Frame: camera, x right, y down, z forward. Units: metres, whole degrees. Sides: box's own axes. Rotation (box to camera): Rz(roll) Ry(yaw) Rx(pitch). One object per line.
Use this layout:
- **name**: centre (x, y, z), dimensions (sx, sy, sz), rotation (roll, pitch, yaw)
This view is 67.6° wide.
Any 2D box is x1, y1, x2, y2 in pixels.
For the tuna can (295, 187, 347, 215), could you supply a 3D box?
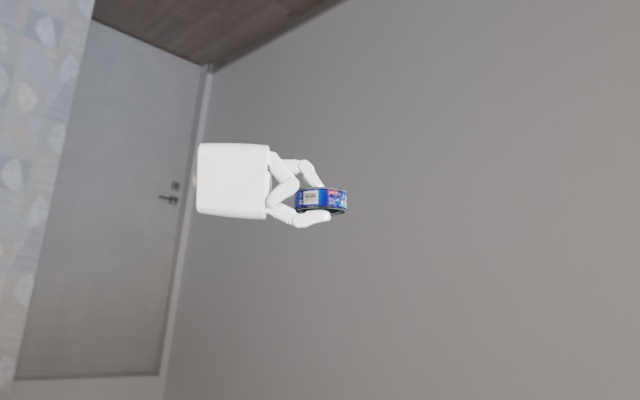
- **tuna can**: centre (0.000, 0.003, 0.776), dimensions (0.086, 0.033, 0.086), rotation (0, -10, 0)
